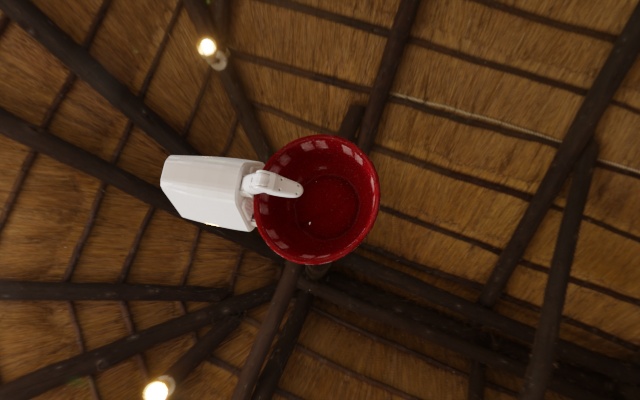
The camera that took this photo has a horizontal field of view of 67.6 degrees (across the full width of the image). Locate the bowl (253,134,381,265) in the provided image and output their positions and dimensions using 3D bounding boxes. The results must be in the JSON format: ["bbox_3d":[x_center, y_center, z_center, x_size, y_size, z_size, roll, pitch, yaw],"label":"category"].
[{"bbox_3d":[0.001,0.003,0.597,0.162,0.162,0.055,0,-13,18],"label":"bowl"}]
